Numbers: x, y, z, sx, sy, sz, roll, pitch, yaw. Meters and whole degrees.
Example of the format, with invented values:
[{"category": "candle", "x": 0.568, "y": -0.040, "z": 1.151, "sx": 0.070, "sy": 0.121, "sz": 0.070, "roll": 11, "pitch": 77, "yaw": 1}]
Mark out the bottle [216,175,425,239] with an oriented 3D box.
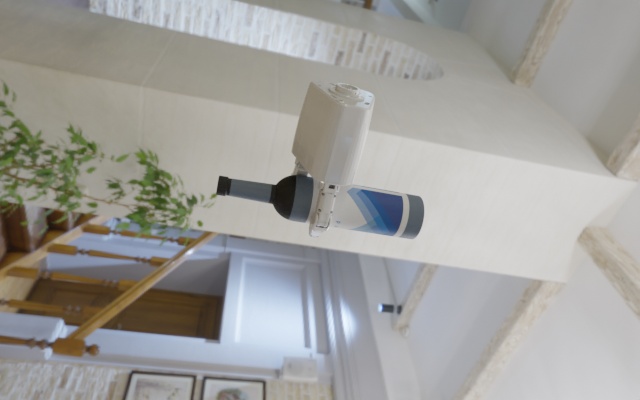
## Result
[{"category": "bottle", "x": 0.000, "y": 0.002, "z": 0.689, "sx": 0.296, "sy": 0.069, "sz": 0.069, "roll": 9, "pitch": -2, "yaw": -12}]
